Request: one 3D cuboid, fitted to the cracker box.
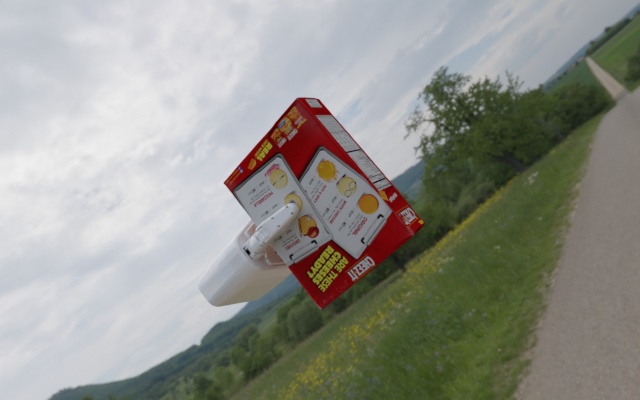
[{"bbox_3d":[0.000,0.002,0.610,0.164,0.213,0.072,-44,-10,27],"label":"cracker box"}]
